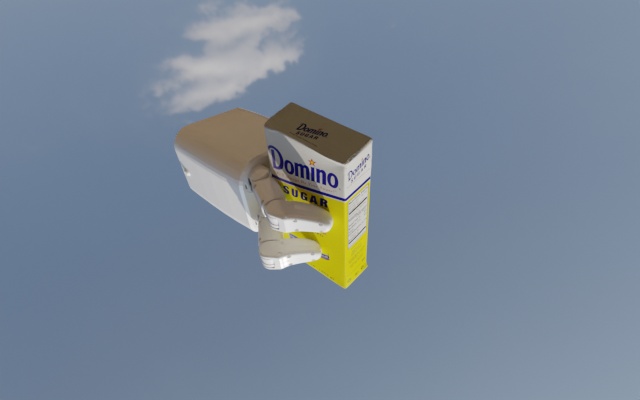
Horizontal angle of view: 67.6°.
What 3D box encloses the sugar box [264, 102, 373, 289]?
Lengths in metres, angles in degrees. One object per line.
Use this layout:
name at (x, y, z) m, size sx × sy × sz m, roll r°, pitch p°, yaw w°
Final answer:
sugar box at (0.000, 0.002, 0.461) m, size 0.093 × 0.176 × 0.048 m, roll 29°, pitch 57°, yaw 28°
